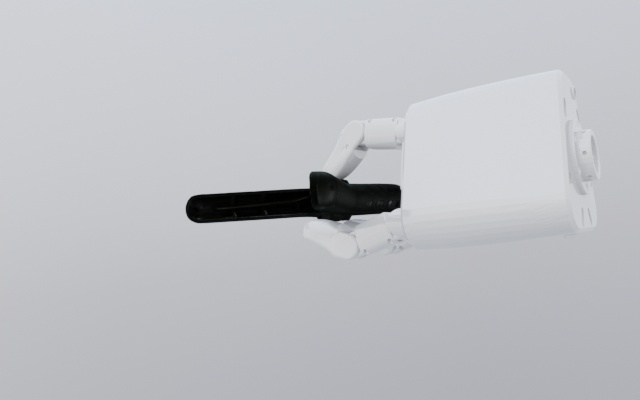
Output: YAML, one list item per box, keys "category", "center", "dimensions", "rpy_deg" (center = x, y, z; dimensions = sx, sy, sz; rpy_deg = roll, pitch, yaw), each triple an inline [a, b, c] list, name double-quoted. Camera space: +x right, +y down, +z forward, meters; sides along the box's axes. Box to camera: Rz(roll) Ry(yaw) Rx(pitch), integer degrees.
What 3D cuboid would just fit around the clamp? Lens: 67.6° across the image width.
- category: "clamp"
  center: [0.001, 0.001, 0.425]
  dimensions: [0.164, 0.036, 0.210]
  rpy_deg: [-6, -4, 38]
